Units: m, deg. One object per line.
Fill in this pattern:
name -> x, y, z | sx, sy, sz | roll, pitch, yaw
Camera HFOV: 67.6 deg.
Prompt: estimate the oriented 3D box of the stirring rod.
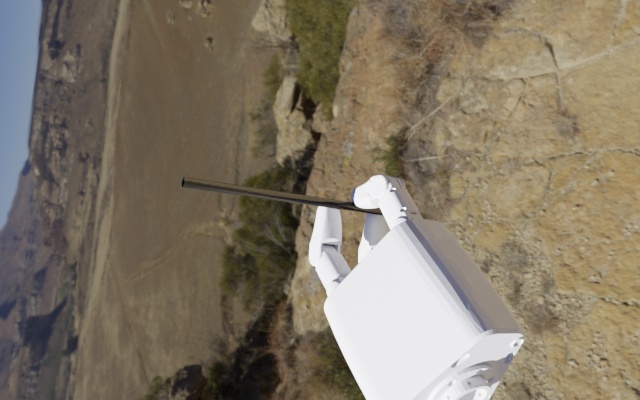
stirring rod -> 0.000, 0.001, 0.419 | 0.239, 0.011, 0.011 | 8, -4, -29
